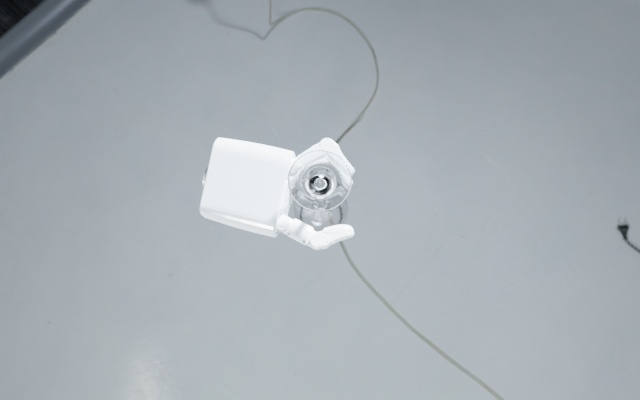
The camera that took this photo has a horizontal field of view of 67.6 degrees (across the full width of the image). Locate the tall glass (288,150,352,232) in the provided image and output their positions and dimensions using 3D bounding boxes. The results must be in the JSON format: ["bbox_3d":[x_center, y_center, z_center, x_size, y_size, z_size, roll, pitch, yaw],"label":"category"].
[{"bbox_3d":[0.000,0.002,0.645,0.079,0.079,0.201,0,-15,1],"label":"tall glass"}]
